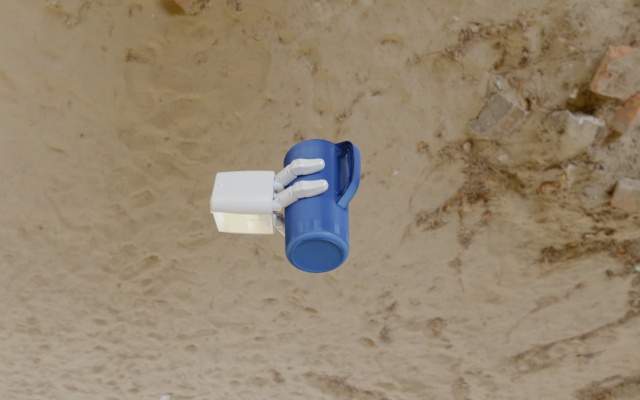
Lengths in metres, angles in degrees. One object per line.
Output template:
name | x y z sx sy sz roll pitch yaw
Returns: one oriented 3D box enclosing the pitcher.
pitcher | 0.000 0.003 0.875 0.145 0.149 0.242 1 44 -2
